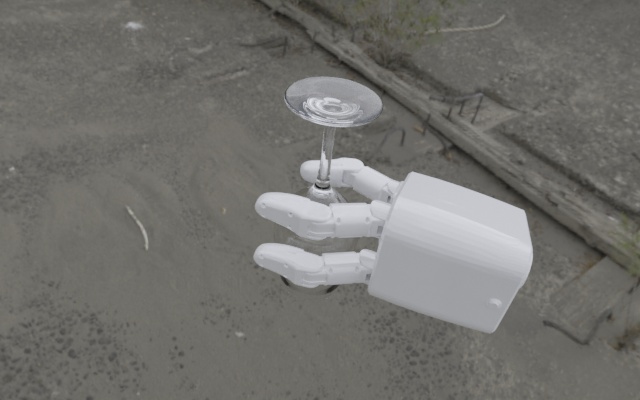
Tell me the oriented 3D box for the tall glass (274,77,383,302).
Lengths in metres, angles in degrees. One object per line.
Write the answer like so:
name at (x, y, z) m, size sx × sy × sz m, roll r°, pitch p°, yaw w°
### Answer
tall glass at (0.000, 0.001, 0.417) m, size 0.079 × 0.201 × 0.079 m, roll 5°, pitch 39°, yaw -4°
